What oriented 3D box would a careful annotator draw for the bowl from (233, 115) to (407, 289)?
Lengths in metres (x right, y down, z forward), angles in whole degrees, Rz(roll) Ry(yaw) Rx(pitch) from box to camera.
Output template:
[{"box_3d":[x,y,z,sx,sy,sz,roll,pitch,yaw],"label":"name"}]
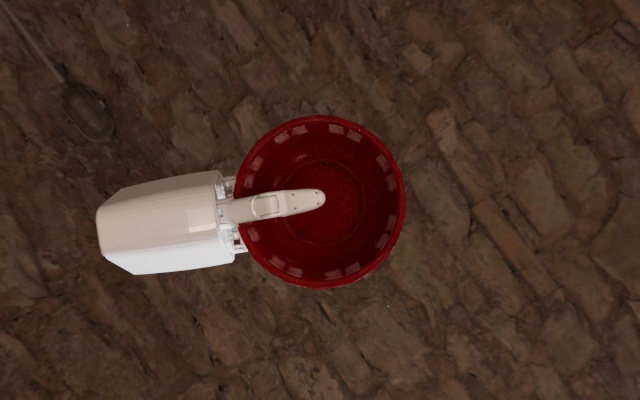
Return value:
[{"box_3d":[0.001,0.002,0.468,0.162,0.162,0.055,0,-1,4],"label":"bowl"}]
